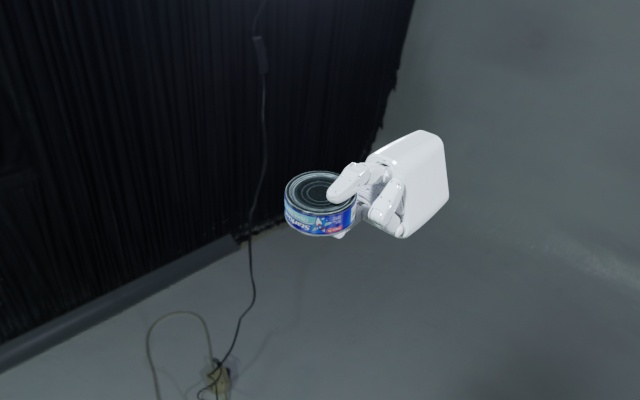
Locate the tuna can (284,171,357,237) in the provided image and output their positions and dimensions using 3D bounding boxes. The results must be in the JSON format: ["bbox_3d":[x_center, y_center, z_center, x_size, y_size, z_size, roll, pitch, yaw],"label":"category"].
[{"bbox_3d":[0.000,0.001,0.561,0.086,0.034,0.086,1,39,-1],"label":"tuna can"}]
